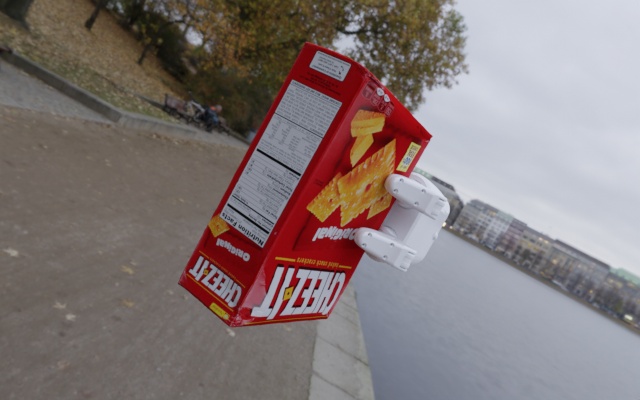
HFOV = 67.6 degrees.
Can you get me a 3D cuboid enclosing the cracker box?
[{"bbox_3d":[0.000,0.001,0.417,0.072,0.214,0.164,31,5,30],"label":"cracker box"}]
